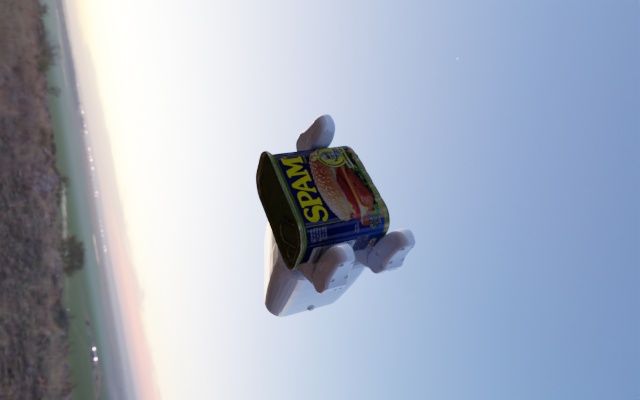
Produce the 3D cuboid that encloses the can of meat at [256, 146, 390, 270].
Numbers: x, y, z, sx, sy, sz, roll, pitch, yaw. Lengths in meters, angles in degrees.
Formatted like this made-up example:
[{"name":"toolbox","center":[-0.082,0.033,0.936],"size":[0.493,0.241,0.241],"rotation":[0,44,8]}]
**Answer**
[{"name":"can of meat","center":[0.000,0.001,0.415],"size":[0.084,0.102,0.057],"rotation":[-10,-34,-24]}]
